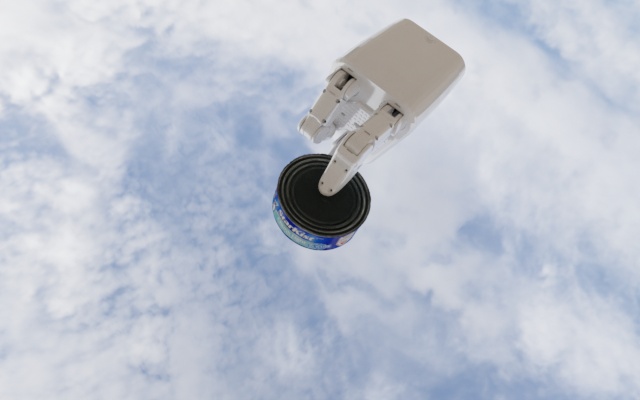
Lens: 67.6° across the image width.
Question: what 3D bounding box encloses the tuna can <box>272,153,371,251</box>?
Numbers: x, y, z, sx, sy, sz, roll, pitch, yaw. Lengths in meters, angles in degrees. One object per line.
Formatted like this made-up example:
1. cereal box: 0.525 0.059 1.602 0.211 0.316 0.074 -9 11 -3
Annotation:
1. tuna can: 0.000 0.002 0.433 0.086 0.086 0.034 0 -30 -17
